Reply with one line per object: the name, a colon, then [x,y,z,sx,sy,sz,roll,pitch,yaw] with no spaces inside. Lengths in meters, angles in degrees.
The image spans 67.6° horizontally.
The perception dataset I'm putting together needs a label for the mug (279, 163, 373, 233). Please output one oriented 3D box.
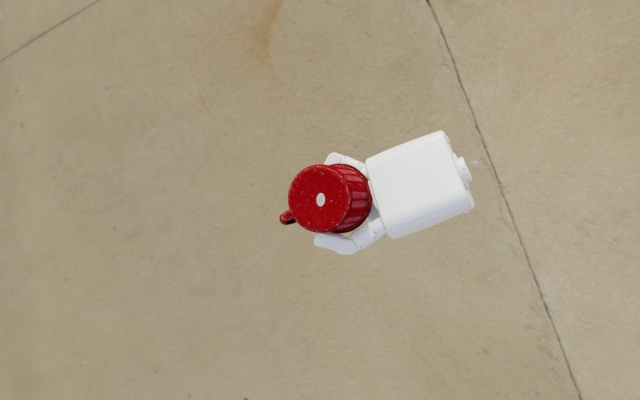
mug: [-0.001,0.002,0.597,0.117,0.093,0.081,-23,-7,18]
